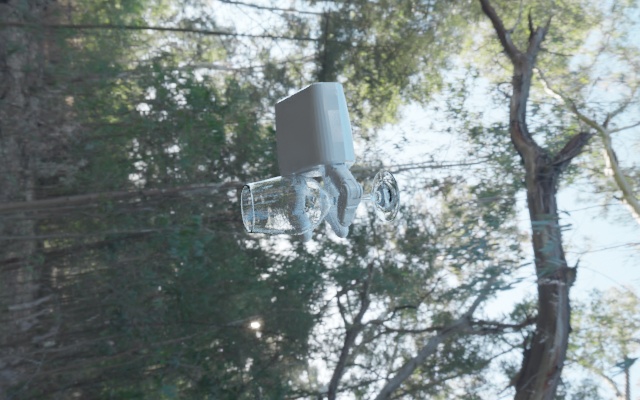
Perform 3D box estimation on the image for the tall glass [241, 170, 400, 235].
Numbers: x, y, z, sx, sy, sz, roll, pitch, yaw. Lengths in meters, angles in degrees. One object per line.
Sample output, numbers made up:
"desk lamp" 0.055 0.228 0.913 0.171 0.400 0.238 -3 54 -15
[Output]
"tall glass" 0.001 0.002 0.630 0.201 0.079 0.079 -6 2 -23
